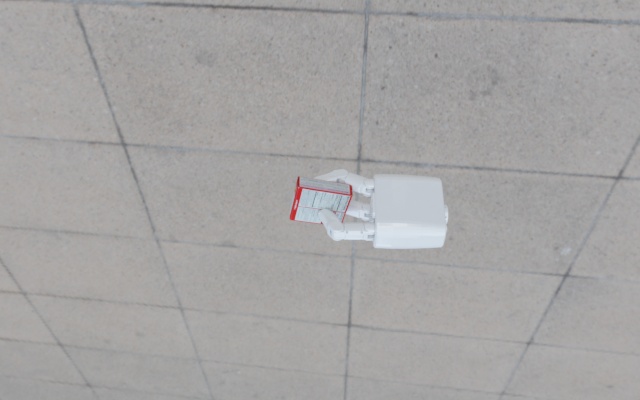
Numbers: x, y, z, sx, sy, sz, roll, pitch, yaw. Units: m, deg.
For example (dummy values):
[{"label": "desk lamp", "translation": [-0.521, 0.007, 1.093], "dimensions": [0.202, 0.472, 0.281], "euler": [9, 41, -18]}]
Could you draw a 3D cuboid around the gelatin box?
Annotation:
[{"label": "gelatin box", "translation": [0.000, 0.003, 0.762], "dimensions": [0.089, 0.073, 0.030], "euler": [8, 42, -10]}]
